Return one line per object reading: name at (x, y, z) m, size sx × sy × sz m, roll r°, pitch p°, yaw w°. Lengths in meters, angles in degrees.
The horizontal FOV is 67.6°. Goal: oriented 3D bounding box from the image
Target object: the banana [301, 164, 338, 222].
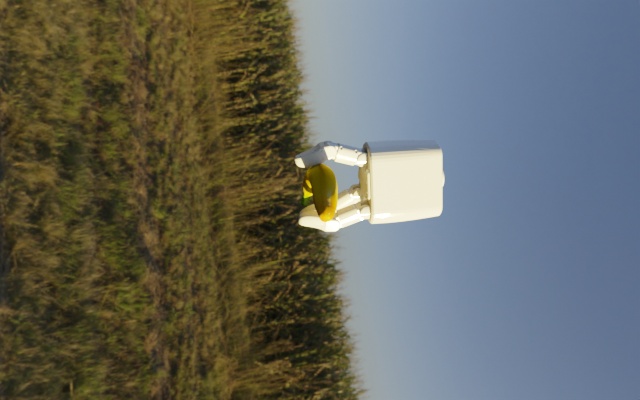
banana at (0.000, -0.017, 0.665) m, size 0.037 × 0.069 × 0.198 m, roll 1°, pitch 5°, yaw -8°
